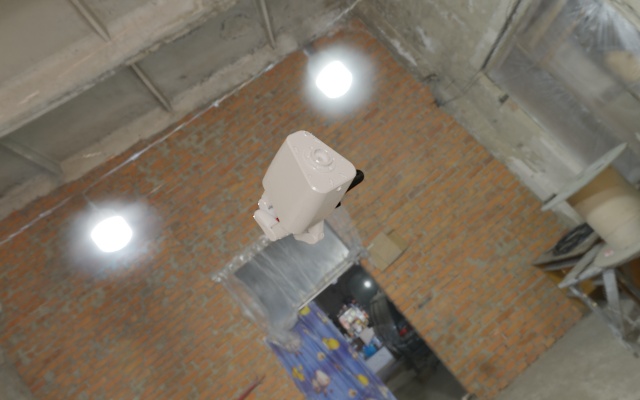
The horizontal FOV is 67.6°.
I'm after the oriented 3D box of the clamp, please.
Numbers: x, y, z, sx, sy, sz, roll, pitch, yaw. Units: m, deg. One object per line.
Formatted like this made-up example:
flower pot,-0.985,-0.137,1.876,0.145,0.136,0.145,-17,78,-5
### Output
clamp,0.000,0.002,0.816,0.171,0.039,0.120,-29,-18,-41
